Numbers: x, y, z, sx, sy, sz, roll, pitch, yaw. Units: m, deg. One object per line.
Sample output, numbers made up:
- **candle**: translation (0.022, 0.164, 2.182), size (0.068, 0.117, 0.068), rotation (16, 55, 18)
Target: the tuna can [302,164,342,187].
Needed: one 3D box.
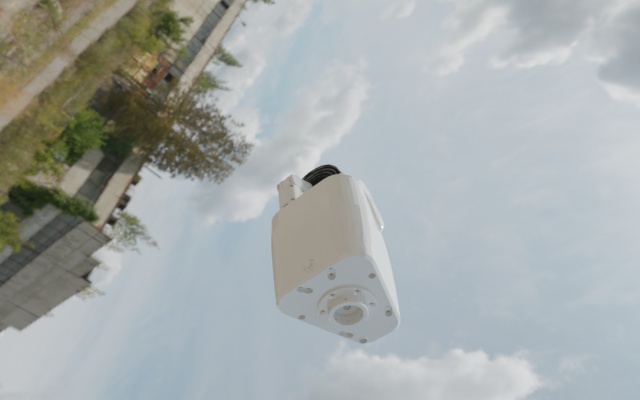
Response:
- **tuna can**: translation (0.000, 0.002, 0.559), size (0.034, 0.086, 0.086), rotation (40, -24, -32)
